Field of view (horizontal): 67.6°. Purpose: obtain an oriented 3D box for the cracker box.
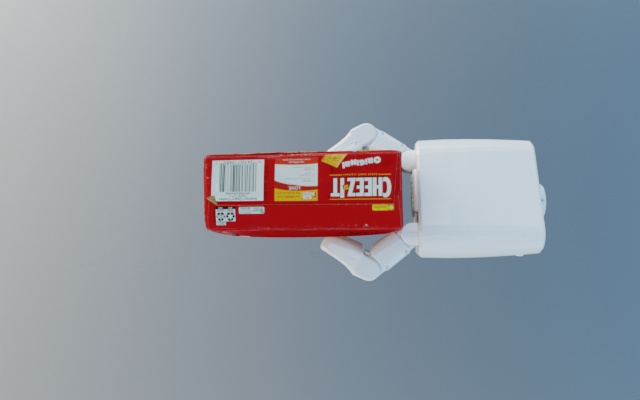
[{"bbox_3d":[0.000,0.001,0.481,0.164,0.072,0.214,-1,-5,9],"label":"cracker box"}]
